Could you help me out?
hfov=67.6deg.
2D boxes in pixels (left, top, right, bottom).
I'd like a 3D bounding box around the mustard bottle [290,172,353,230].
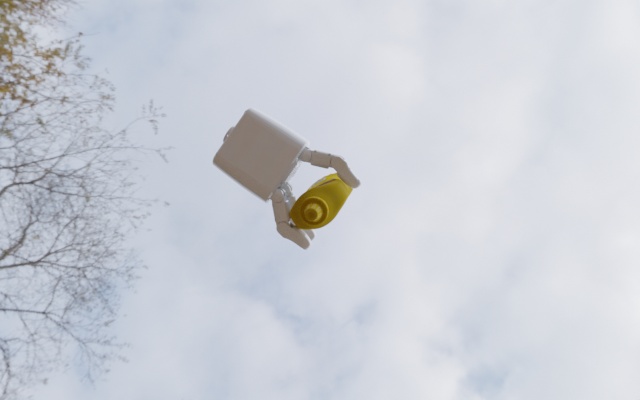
[{"bbox_3d":[0.000,0.003,0.741,0.096,0.058,0.191,-31,4,12],"label":"mustard bottle"}]
